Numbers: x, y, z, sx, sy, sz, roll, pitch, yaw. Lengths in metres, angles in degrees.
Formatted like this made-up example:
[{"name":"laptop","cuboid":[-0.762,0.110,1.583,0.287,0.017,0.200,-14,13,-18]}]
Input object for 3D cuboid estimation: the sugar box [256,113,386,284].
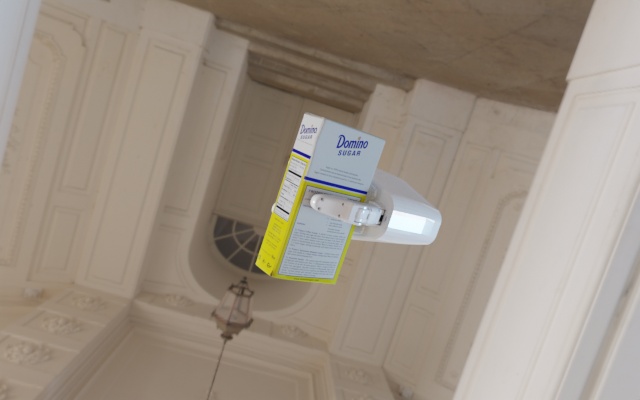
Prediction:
[{"name":"sugar box","cuboid":[0.000,0.002,0.527,0.093,0.176,0.048,13,8,-39]}]
